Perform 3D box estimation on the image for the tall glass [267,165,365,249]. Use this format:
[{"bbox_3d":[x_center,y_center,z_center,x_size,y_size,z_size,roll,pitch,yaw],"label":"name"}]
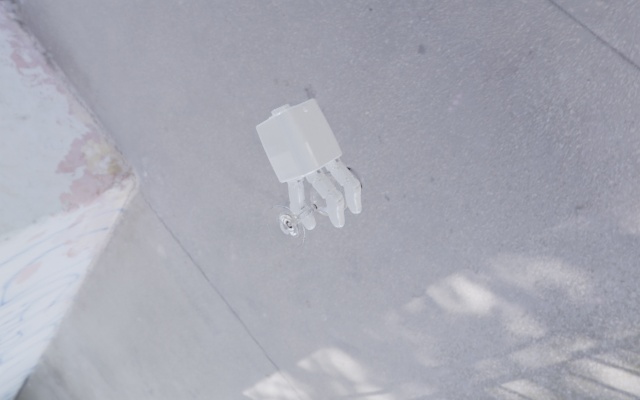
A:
[{"bbox_3d":[0.000,0.003,0.816,0.079,0.079,0.201,0,23,37],"label":"tall glass"}]
